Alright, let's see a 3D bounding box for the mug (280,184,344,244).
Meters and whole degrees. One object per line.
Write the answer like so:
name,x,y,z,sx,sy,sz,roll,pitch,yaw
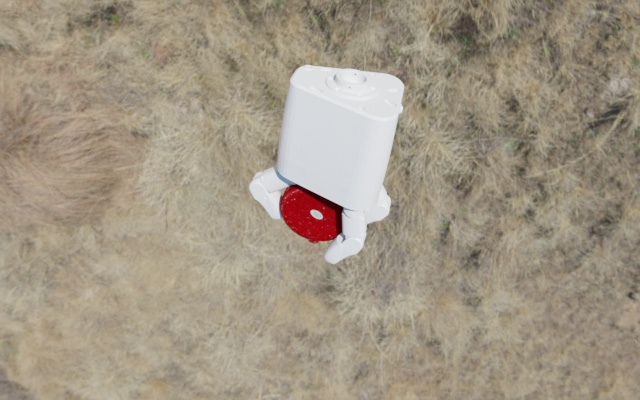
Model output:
mug,0.000,0.003,0.562,0.093,0.117,0.081,16,40,4
